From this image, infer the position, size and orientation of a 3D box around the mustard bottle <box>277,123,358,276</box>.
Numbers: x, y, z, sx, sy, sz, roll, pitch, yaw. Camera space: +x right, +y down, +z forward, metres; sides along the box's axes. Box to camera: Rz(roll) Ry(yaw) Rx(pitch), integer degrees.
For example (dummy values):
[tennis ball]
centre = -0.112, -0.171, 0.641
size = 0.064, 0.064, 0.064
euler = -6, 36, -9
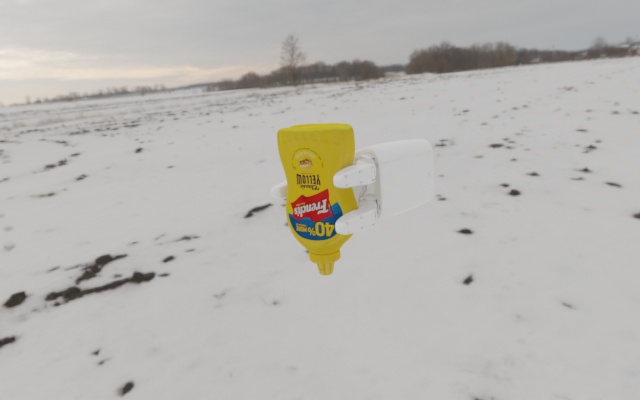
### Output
[mustard bottle]
centre = 0.000, 0.002, 0.598
size = 0.096, 0.192, 0.058
euler = 3, 17, 29
